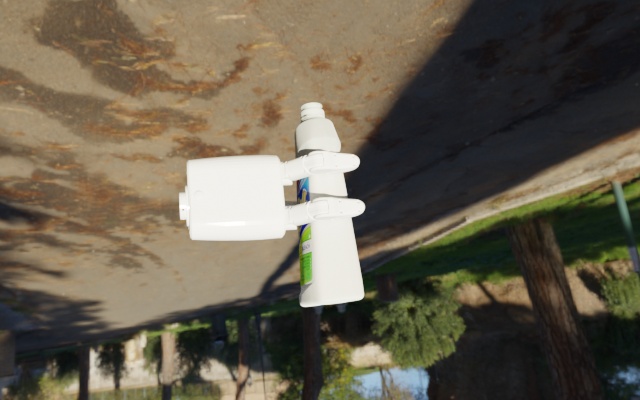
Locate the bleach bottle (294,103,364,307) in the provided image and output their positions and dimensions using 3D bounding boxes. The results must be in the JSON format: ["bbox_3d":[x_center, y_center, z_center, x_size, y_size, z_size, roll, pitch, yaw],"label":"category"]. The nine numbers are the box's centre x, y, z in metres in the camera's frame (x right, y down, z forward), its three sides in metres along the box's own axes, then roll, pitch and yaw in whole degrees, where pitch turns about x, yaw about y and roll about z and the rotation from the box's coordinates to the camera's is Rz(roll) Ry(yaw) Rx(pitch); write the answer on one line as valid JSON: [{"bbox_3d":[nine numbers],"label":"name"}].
[{"bbox_3d":[0.000,0.002,0.600,0.068,0.250,0.102,-3,-14,-16],"label":"bleach bottle"}]
